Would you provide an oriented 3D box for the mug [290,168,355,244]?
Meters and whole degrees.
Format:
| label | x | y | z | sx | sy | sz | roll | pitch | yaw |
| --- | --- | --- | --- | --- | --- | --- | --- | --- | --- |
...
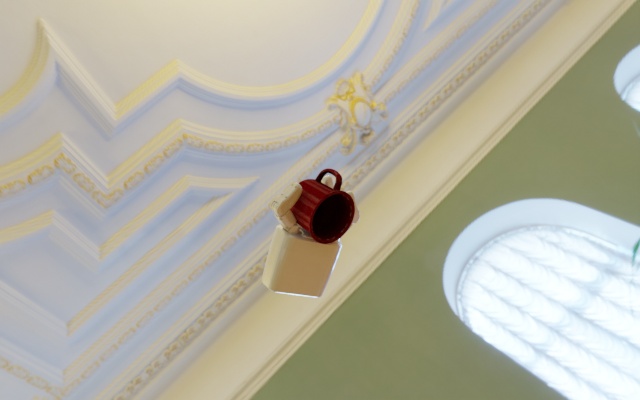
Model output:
| label | x | y | z | sx | sy | sz | roll | pitch | yaw |
| --- | --- | --- | --- | --- | --- | --- | --- | --- | --- |
| mug | 0.000 | 0.001 | 0.792 | 0.093 | 0.117 | 0.081 | 7 | 16 | -42 |
